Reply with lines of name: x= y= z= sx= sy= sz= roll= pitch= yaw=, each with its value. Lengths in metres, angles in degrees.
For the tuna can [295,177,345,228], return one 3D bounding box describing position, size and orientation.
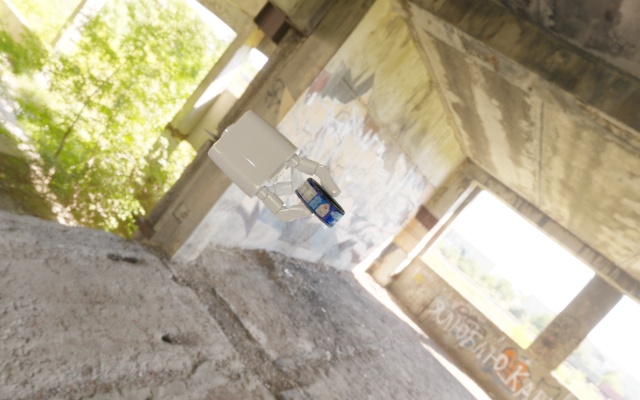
tuna can: x=0.001 y=0.002 z=0.772 sx=0.034 sy=0.086 sz=0.086 roll=-45 pitch=-7 yaw=7
